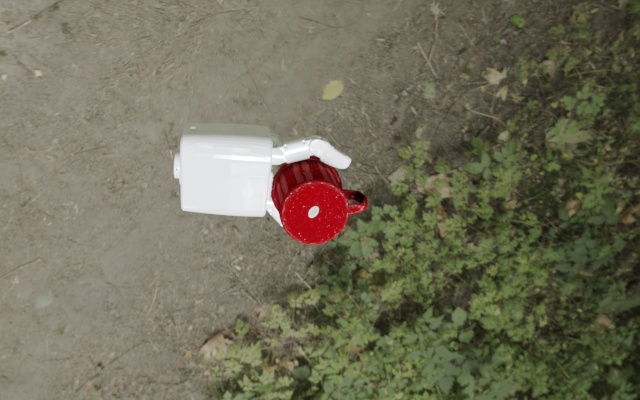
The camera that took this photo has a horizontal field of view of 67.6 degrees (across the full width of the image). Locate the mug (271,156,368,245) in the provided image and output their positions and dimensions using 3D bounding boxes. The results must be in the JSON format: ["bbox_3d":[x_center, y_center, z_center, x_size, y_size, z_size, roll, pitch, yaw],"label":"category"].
[{"bbox_3d":[0.002,0.002,0.580,0.117,0.093,0.081,3,21,-10],"label":"mug"}]
